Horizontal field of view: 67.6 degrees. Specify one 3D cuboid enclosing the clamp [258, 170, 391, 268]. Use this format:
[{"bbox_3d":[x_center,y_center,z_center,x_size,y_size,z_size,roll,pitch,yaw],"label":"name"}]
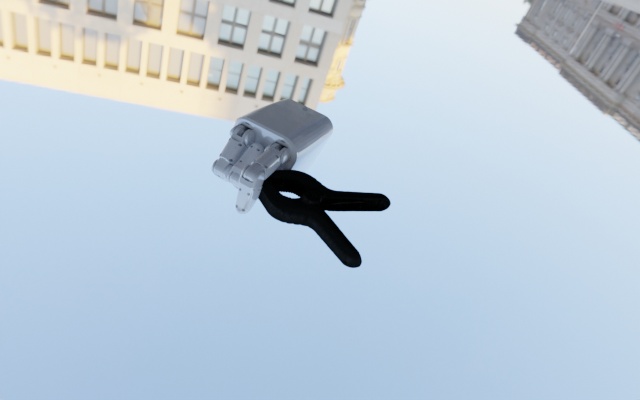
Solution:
[{"bbox_3d":[0.000,0.002,0.579,0.171,0.039,0.120,32,41,15],"label":"clamp"}]
